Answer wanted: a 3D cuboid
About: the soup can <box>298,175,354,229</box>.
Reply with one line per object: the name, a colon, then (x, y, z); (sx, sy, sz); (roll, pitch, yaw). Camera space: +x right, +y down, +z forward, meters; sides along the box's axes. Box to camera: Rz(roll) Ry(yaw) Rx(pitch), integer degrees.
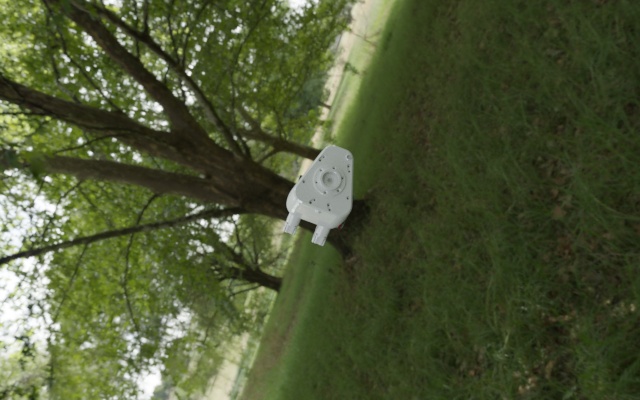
soup can: (0.000, 0.003, 0.851); (0.102, 0.068, 0.068); (21, -1, -3)
